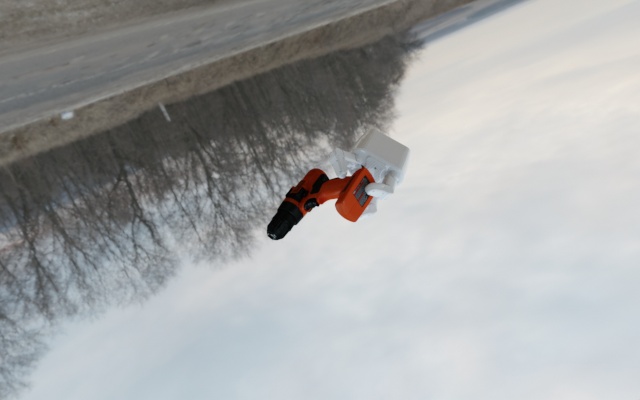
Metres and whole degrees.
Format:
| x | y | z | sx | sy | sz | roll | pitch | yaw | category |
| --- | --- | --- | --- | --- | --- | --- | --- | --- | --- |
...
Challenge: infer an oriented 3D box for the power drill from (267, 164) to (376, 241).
| x | y | z | sx | sy | sz | roll | pitch | yaw | category |
| --- | --- | --- | --- | --- | --- | --- | --- | --- | --- |
| 0.001 | 0.003 | 0.891 | 0.187 | 0.057 | 0.184 | -2 | 43 | 45 | power drill |
